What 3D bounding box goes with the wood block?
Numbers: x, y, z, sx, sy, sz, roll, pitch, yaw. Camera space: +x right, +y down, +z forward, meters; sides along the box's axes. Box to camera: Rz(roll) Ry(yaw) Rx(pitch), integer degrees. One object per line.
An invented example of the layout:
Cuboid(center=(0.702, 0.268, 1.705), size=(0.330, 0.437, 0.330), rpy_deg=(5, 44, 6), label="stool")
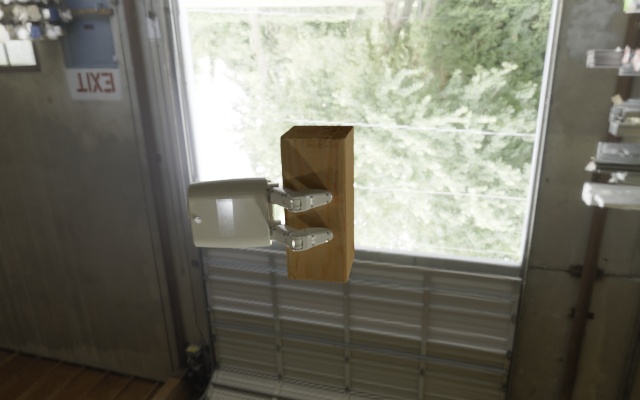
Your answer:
Cuboid(center=(0.000, 0.002, 0.683), size=(0.090, 0.206, 0.090), rpy_deg=(2, 20, 10), label="wood block")
